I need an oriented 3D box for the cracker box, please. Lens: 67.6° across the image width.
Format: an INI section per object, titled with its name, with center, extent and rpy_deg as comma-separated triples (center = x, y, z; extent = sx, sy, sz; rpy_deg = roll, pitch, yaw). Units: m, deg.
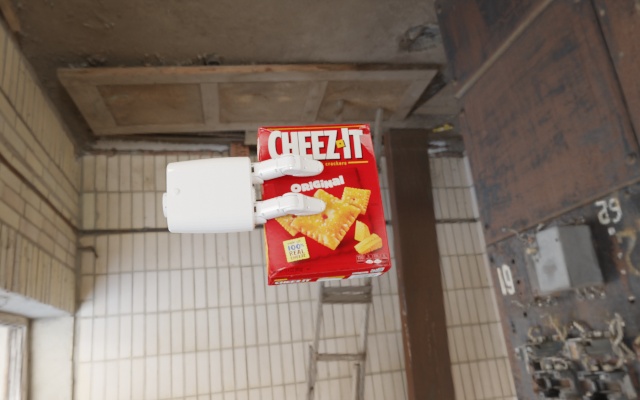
[cracker box]
center = 0.000, 0.002, 0.665
extent = 0.164, 0.213, 0.072
rpy_deg = -3, -18, -10
